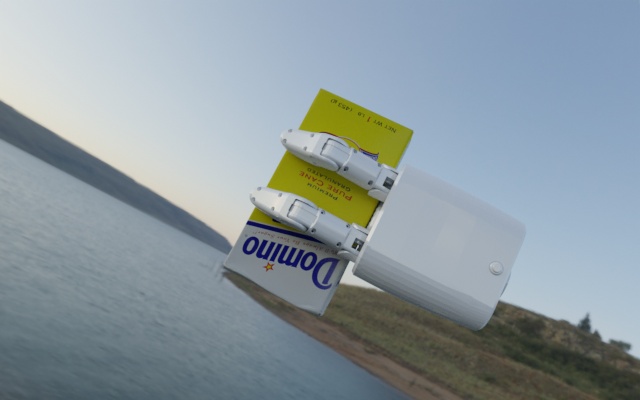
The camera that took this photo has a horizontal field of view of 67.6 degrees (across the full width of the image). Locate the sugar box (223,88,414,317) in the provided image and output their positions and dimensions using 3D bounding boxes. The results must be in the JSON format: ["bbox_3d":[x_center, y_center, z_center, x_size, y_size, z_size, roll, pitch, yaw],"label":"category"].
[{"bbox_3d":[0.000,0.001,0.414,0.093,0.176,0.048,26,-11,9],"label":"sugar box"}]
